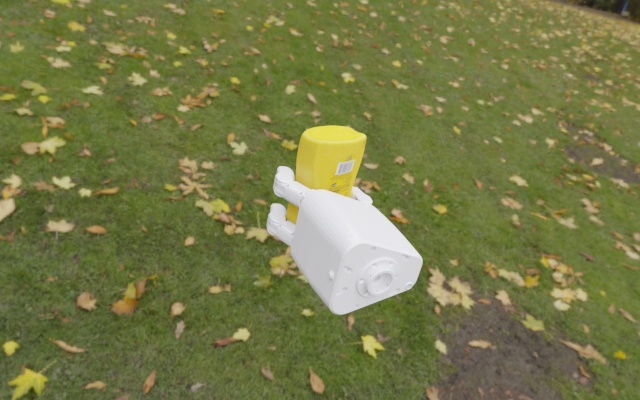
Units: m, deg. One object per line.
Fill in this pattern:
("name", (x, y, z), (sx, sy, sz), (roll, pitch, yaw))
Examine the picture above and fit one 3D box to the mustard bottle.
("mustard bottle", (0.000, 0.002, 0.622), (0.058, 0.192, 0.096), (29, 29, 32))
